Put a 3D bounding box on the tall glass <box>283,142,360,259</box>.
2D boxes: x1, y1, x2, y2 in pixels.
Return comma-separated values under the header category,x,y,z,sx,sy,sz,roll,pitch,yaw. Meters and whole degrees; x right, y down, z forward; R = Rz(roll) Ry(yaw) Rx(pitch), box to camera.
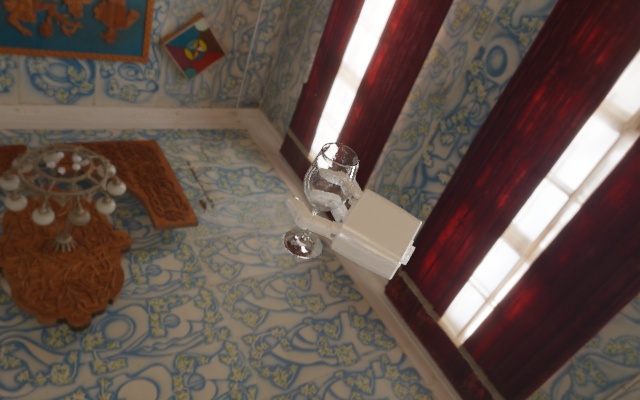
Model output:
category,x,y,z,sx,sy,sz,roll,pitch,yaw
tall glass,0.000,0.003,0.787,0.079,0.201,0.079,14,37,-11
